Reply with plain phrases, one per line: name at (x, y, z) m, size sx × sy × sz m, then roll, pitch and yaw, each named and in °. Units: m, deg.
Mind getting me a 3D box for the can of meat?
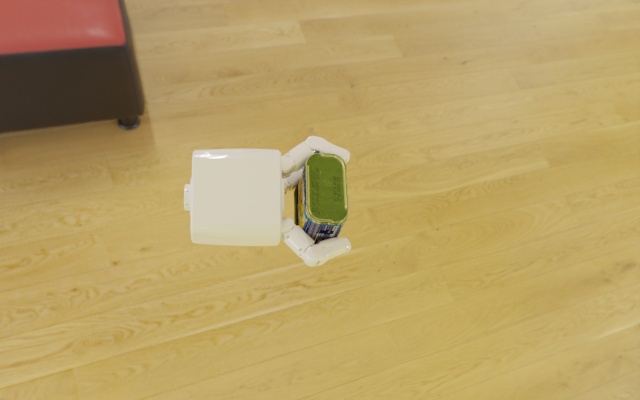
can of meat at (0.000, 0.002, 0.605) m, size 0.057 × 0.102 × 0.084 m, roll 3°, pitch -28°, yaw -10°
